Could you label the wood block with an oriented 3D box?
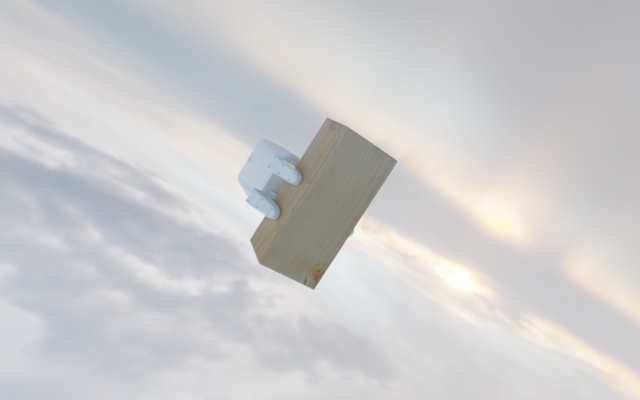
[{"bbox_3d":[0.000,0.002,0.654,0.091,0.206,0.090,30,6,-23],"label":"wood block"}]
